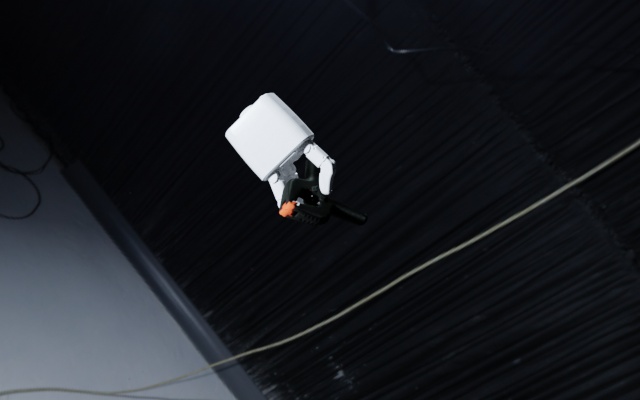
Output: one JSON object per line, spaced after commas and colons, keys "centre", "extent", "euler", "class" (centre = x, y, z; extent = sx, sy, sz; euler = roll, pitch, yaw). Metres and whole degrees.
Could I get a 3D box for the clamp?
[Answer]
{"centre": [0.000, 0.002, 0.830], "extent": [0.036, 0.164, 0.210], "euler": [-46, -5, 26], "class": "clamp"}
